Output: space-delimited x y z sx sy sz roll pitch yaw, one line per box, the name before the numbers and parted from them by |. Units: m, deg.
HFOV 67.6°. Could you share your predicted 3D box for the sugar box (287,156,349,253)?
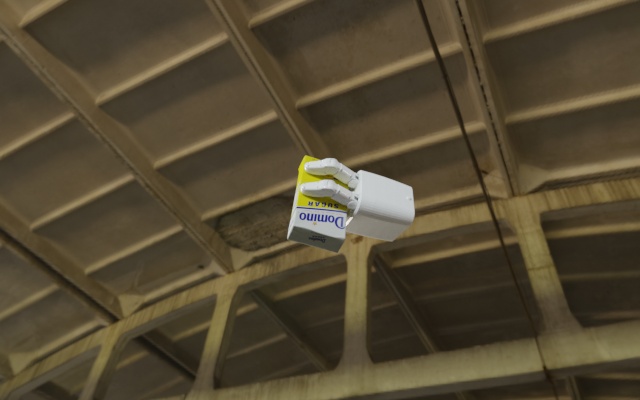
sugar box | 0.000 0.002 0.848 0.093 0.176 0.048 16 -47 -10
